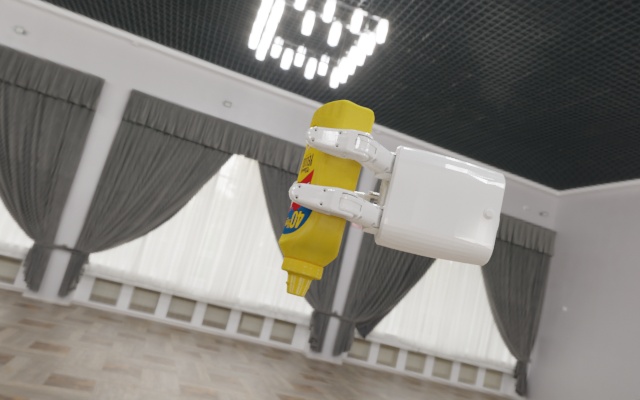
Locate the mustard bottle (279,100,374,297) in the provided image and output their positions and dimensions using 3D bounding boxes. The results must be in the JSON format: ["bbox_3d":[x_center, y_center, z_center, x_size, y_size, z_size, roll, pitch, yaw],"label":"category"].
[{"bbox_3d":[0.000,0.001,0.482,0.058,0.191,0.096,18,-11,-19],"label":"mustard bottle"}]
